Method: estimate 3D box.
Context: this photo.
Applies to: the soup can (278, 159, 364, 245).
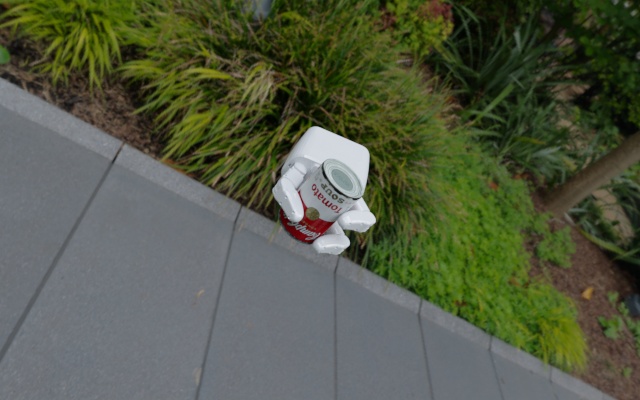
[{"bbox_3d":[0.000,0.002,0.628,0.068,0.068,0.102,0,-37,-48],"label":"soup can"}]
